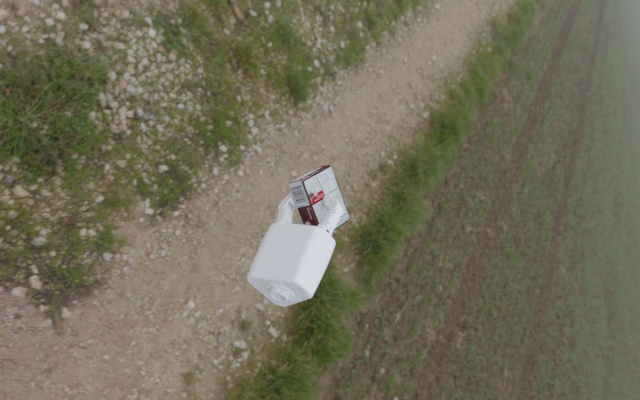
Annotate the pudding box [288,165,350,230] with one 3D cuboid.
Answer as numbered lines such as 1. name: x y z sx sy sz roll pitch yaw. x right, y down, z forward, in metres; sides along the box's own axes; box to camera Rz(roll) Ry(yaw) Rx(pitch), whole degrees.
1. pudding box: 0.000 0.003 0.861 0.039 0.113 0.090 -9 15 40
